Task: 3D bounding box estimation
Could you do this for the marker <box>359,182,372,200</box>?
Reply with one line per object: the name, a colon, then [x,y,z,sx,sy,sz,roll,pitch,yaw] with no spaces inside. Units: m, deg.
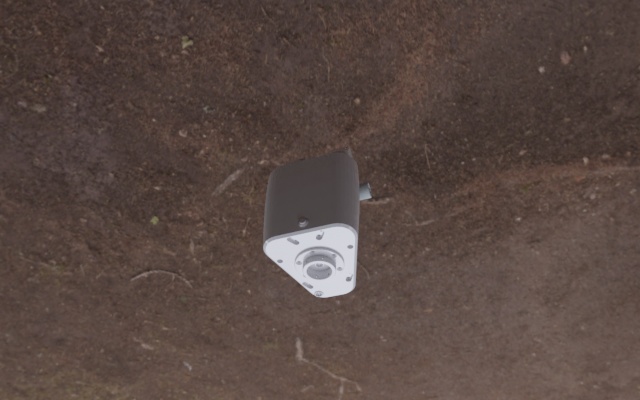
marker: [0.000,0.002,0.566,0.121,0.020,0.020,-14,-3,13]
